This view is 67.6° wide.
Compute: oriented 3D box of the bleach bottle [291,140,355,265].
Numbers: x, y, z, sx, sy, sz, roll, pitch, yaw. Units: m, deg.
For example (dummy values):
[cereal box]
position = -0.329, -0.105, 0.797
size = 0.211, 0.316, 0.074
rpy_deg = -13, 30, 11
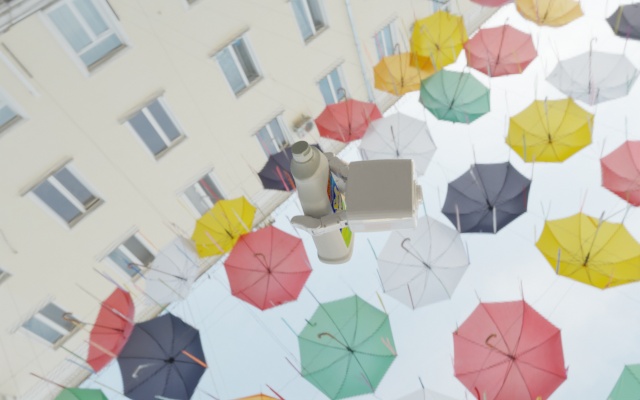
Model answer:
[bleach bottle]
position = 0.000, 0.003, 0.811
size = 0.068, 0.102, 0.251
rpy_deg = -3, -39, 17
